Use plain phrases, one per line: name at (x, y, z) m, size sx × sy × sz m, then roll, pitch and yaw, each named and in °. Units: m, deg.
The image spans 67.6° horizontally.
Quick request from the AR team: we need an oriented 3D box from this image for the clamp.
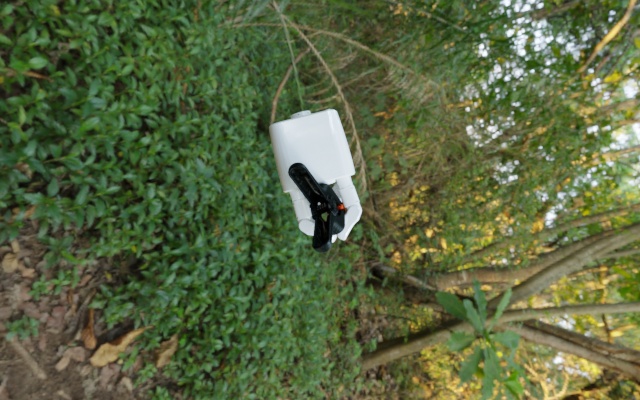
clamp at (0.001, 0.002, 0.676) m, size 0.039 × 0.120 × 0.171 m, roll -15°, pitch 2°, yaw 11°
